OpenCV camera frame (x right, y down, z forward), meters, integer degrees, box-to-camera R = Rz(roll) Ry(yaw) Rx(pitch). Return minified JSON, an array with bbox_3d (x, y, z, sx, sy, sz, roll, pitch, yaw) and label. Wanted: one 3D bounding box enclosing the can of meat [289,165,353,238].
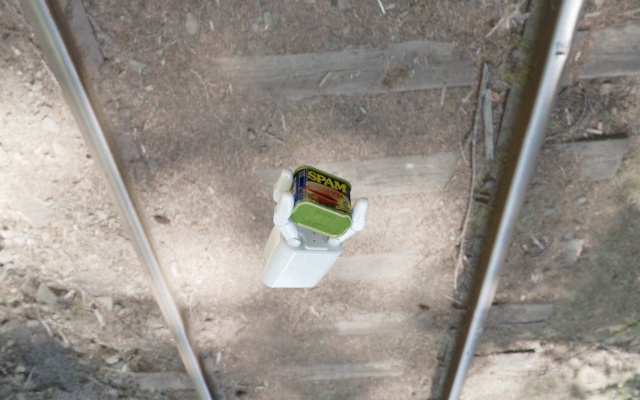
[{"bbox_3d":[0.000,0.003,0.748,0.102,0.083,0.057,21,-51,-18],"label":"can of meat"}]
